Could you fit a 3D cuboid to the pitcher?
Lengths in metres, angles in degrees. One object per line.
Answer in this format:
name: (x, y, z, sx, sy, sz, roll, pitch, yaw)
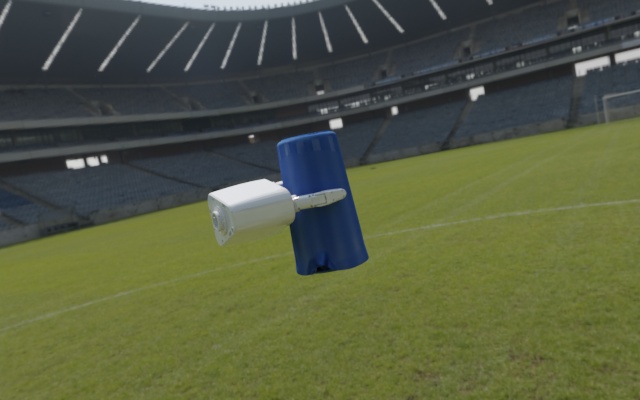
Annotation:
pitcher: (0.000, 0.003, 0.862, 0.145, 0.243, 0.149, -15, 6, -30)
